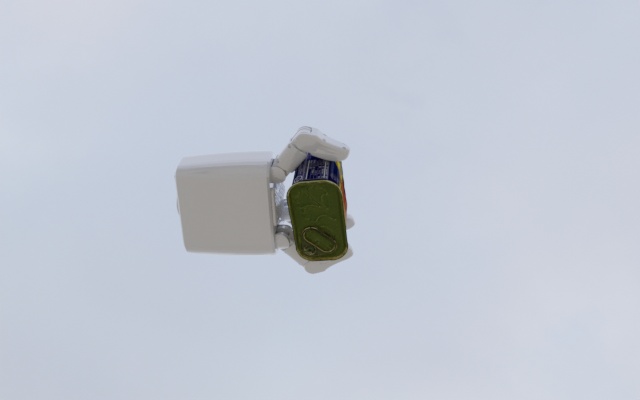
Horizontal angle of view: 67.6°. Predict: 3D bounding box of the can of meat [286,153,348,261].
[{"bbox_3d":[0.000,0.001,0.531,0.057,0.102,0.084,-4,33,7],"label":"can of meat"}]
